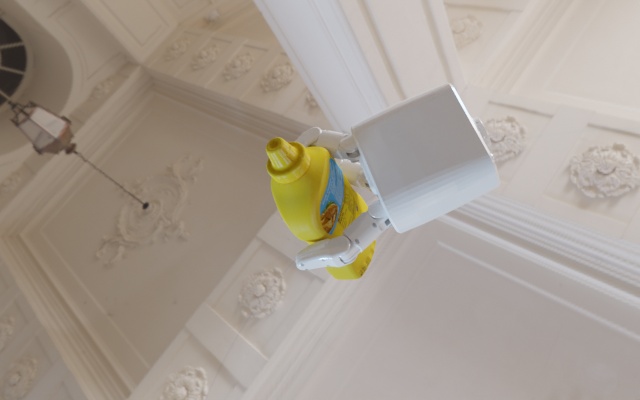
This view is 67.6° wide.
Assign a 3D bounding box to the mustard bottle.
[{"bbox_3d":[0.000,0.002,0.492,0.058,0.096,0.192,-5,-35,27],"label":"mustard bottle"}]
